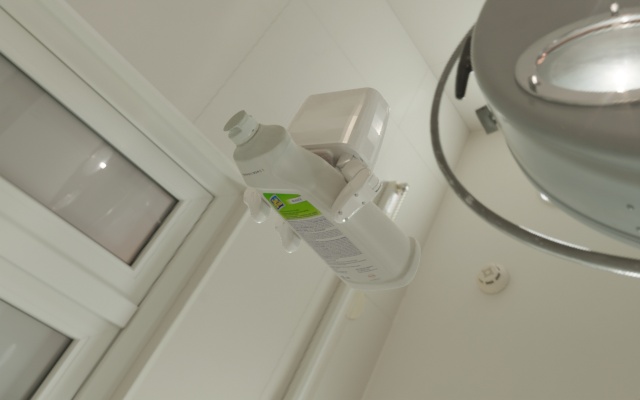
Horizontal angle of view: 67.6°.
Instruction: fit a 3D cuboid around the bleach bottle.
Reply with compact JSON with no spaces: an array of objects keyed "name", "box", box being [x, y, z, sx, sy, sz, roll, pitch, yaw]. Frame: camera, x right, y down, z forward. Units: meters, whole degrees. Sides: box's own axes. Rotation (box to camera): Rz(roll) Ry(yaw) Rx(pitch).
[{"name":"bleach bottle","box":[0.000,0.002,0.507,0.102,0.068,0.251,-14,-49,41]}]
